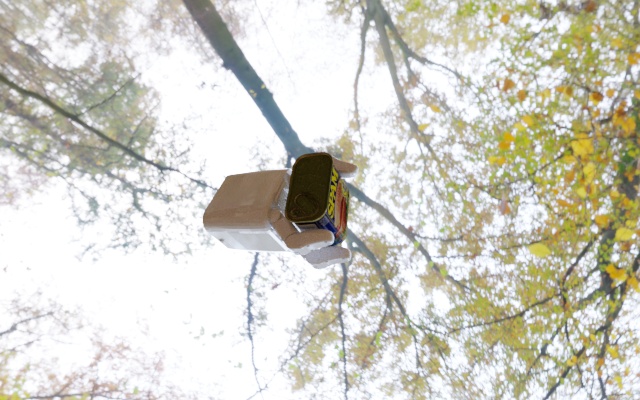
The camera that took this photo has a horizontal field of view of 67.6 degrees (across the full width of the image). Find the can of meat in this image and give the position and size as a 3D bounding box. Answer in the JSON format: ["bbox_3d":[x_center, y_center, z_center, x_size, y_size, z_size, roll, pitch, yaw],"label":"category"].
[{"bbox_3d":[0.000,0.002,0.631,0.057,0.102,0.084,-5,-32,21],"label":"can of meat"}]
